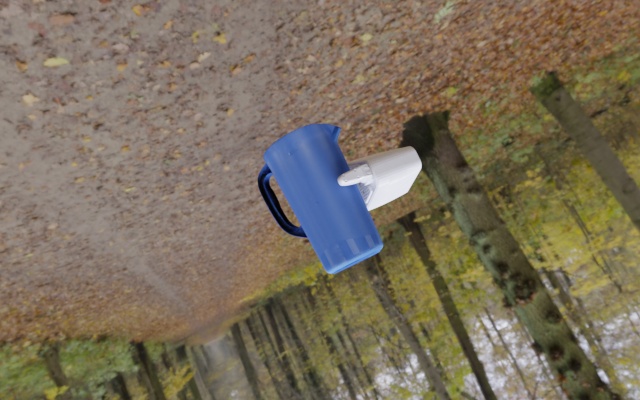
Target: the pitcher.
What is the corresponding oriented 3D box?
[{"bbox_3d":[0.000,0.003,0.831,0.145,0.243,0.149,-22,-11,-24],"label":"pitcher"}]
